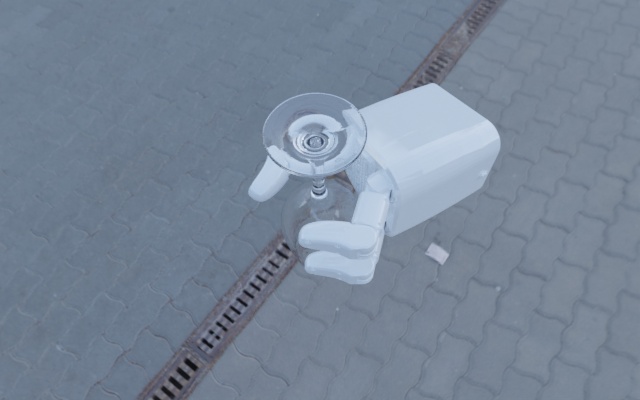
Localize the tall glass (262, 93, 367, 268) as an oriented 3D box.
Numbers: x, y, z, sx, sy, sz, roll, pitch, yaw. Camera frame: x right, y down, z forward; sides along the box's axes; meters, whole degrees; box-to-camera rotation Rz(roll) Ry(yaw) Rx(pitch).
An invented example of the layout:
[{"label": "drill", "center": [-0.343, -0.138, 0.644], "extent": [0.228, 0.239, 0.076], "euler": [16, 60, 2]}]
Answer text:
[{"label": "tall glass", "center": [0.000, 0.001, 0.421], "extent": [0.079, 0.079, 0.201], "euler": [0, -30, 2]}]
